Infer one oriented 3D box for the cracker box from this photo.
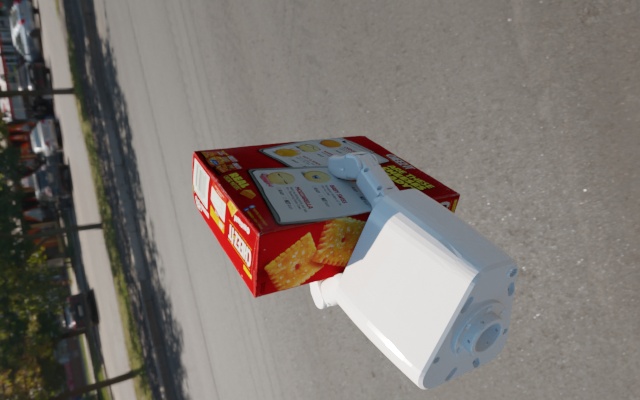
[{"bbox_3d":[0.000,0.001,0.478,0.213,0.072,0.164,-9,32,-30],"label":"cracker box"}]
